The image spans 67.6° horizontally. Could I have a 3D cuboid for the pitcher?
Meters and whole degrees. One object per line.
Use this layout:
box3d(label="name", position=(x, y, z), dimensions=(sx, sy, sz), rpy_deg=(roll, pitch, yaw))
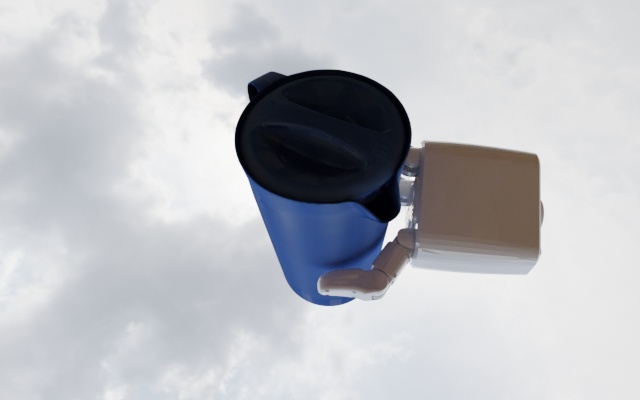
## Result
box3d(label="pitcher", position=(0.000, 0.002, 0.457), dimensions=(0.145, 0.149, 0.243), rpy_deg=(6, -32, 6))
